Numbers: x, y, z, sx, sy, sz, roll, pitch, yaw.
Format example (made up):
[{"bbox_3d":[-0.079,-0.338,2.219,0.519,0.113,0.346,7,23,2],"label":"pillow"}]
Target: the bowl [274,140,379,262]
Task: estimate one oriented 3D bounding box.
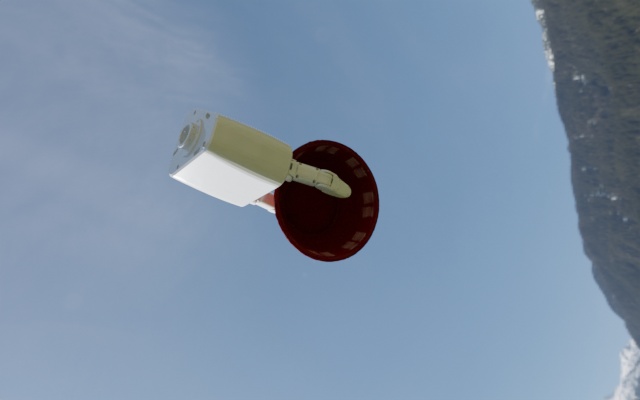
[{"bbox_3d":[0.001,0.003,0.650,0.162,0.162,0.055,0,-6,-29],"label":"bowl"}]
